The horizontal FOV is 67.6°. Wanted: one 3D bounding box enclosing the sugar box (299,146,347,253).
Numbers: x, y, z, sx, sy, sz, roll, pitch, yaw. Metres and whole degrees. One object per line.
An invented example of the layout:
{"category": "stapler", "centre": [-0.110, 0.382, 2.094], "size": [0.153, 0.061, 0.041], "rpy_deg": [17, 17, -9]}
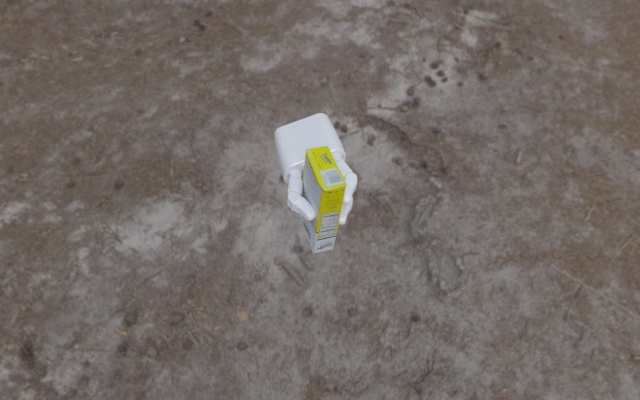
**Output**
{"category": "sugar box", "centre": [0.001, 0.002, 0.819], "size": [0.048, 0.093, 0.176], "rpy_deg": [-12, -37, -14]}
